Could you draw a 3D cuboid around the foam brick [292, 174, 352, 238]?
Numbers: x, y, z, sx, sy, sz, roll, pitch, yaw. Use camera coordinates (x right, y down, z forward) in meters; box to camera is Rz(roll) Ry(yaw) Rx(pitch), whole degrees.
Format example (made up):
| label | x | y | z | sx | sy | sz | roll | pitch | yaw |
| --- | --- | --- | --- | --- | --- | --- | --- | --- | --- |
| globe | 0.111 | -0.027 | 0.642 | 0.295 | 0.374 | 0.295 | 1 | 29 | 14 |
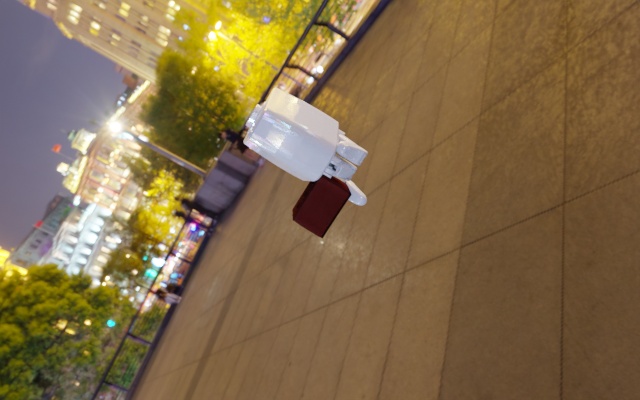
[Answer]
| label | x | y | z | sx | sy | sz | roll | pitch | yaw |
| --- | --- | --- | --- | --- | --- | --- | --- | --- | --- |
| foam brick | 0.000 | 0.003 | 0.680 | 0.051 | 0.078 | 0.053 | 30 | 13 | -13 |
